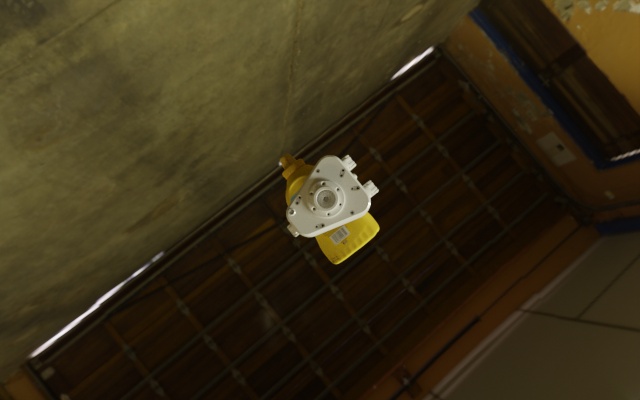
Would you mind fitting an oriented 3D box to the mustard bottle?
[{"bbox_3d":[0.000,0.003,0.773,0.096,0.191,0.058,-40,-2,24],"label":"mustard bottle"}]
